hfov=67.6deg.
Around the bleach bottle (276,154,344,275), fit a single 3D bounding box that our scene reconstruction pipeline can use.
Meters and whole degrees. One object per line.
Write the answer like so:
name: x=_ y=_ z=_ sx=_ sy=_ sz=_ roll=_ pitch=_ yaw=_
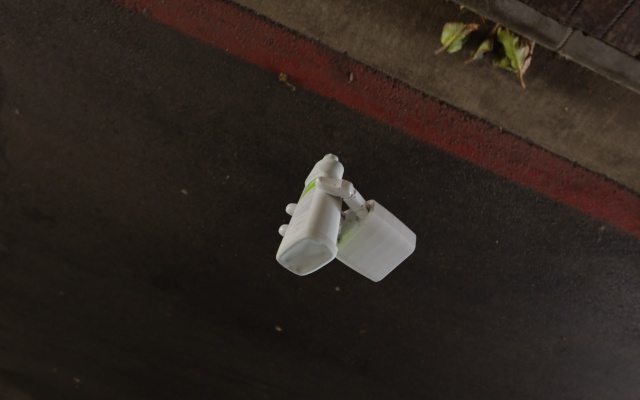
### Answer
bleach bottle: x=0.000 y=0.003 z=0.811 sx=0.068 sy=0.250 sz=0.103 roll=37 pitch=-49 yaw=-18
